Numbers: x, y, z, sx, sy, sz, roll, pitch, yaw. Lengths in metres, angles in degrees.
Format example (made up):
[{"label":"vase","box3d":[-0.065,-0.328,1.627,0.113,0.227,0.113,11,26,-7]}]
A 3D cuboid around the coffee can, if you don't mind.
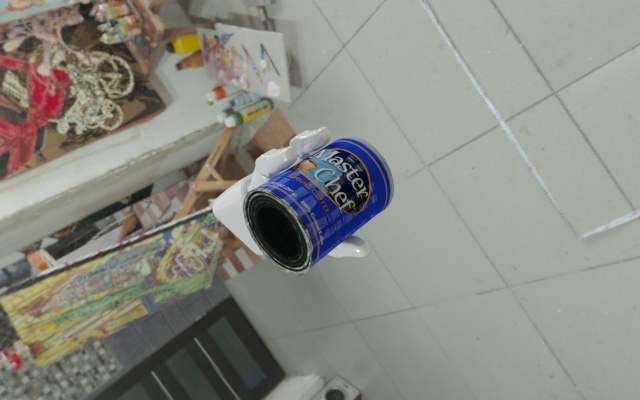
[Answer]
[{"label":"coffee can","box3d":[0.000,0.002,0.532,0.140,0.103,0.103,-35,22,-36]}]
